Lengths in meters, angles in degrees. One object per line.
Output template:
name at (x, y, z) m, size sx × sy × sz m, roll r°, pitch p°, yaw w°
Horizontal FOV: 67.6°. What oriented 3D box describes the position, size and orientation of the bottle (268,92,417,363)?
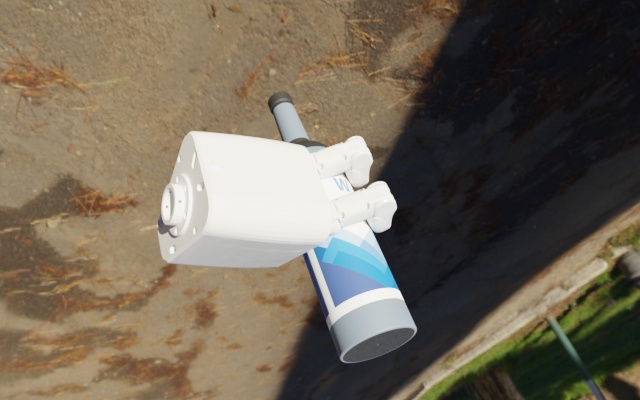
bottle at (0.000, 0.002, 0.461) m, size 0.069 × 0.295 × 0.069 m, roll -15°, pitch -33°, yaw -10°
